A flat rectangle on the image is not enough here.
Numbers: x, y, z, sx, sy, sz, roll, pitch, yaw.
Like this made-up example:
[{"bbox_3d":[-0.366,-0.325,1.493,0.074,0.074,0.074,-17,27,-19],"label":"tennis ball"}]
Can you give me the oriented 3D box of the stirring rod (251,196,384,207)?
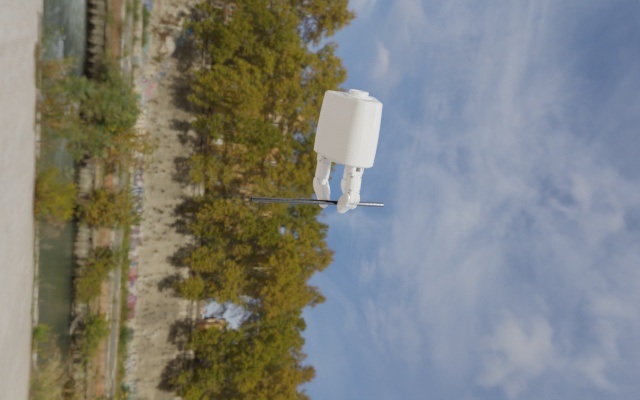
[{"bbox_3d":[0.000,0.003,0.817,0.239,0.011,0.011,3,-1,-21],"label":"stirring rod"}]
